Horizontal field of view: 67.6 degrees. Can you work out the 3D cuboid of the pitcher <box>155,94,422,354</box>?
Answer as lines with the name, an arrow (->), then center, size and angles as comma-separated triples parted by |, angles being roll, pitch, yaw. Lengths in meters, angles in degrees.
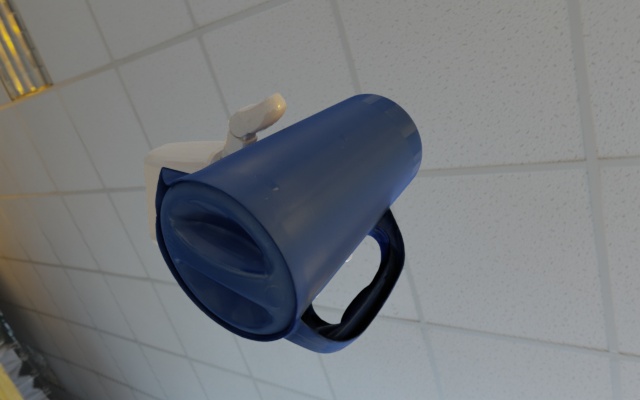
pitcher -> 0.000, 0.001, 0.409 | 0.145, 0.149, 0.242 | 5, 30, 36
